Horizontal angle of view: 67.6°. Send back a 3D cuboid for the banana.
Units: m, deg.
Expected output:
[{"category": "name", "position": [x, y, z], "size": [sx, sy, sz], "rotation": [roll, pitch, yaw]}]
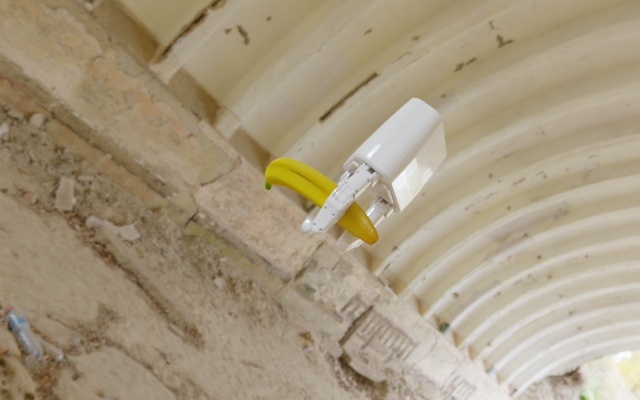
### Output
[{"category": "banana", "position": [-0.008, -0.011, 0.596], "size": [0.197, 0.037, 0.070], "rotation": [29, -23, 36]}]
